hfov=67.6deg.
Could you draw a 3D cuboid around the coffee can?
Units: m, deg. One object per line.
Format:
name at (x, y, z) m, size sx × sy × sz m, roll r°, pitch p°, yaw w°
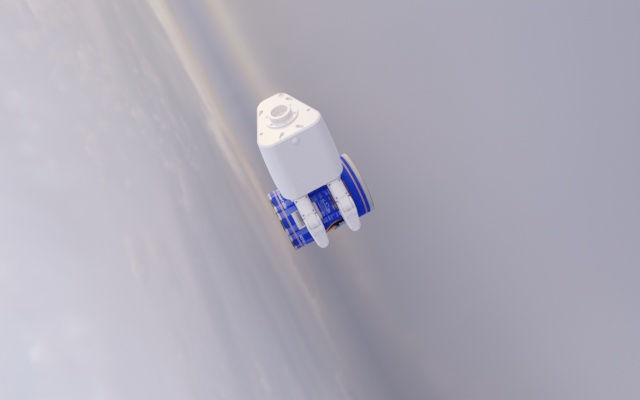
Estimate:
coffee can at (0.000, 0.002, 0.761) m, size 0.140 × 0.103 × 0.103 m, roll -28°, pitch 2°, yaw -3°
